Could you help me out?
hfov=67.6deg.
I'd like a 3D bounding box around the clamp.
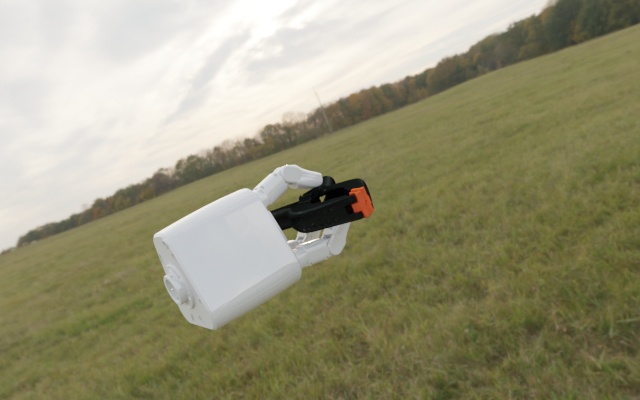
[{"bbox_3d":[0.000,0.001,0.554,0.164,0.036,0.210,-32,13,-33],"label":"clamp"}]
